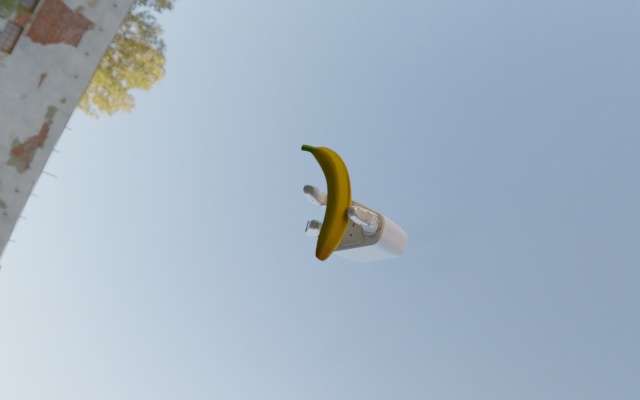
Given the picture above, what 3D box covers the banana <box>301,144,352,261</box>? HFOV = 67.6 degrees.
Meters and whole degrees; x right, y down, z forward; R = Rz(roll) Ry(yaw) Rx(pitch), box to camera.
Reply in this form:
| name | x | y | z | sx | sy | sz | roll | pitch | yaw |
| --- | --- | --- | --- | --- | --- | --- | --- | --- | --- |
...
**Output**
| name | x | y | z | sx | sy | sz | roll | pitch | yaw |
| --- | --- | --- | --- | --- | --- | --- | --- | --- | --- |
| banana | 0.016 | -0.006 | 0.732 | 0.069 | 0.197 | 0.037 | -19 | -28 | 23 |
